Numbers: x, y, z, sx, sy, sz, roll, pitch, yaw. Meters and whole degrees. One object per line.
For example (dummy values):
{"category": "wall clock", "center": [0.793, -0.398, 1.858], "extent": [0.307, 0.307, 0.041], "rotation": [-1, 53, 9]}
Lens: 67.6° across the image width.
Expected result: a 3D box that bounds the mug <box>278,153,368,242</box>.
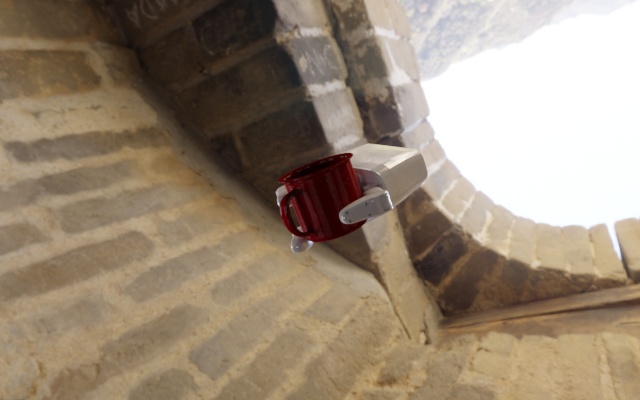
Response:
{"category": "mug", "center": [-0.001, 0.003, 0.557], "extent": [0.093, 0.081, 0.117], "rotation": [-9, 17, 43]}
